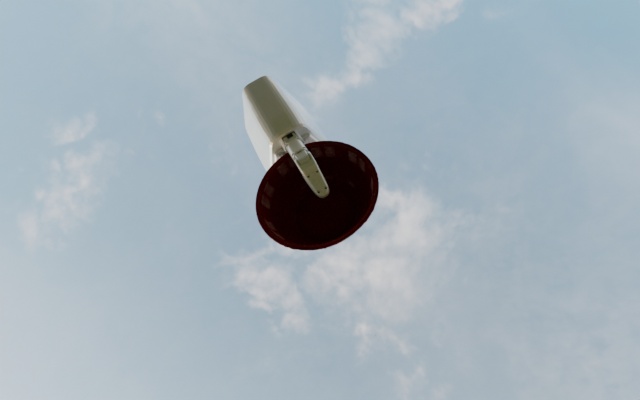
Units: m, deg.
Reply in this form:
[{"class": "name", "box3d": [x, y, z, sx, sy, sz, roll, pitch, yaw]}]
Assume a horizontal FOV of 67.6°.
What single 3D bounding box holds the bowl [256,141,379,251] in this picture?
[{"class": "bowl", "box3d": [0.000, 0.003, 0.622, 0.162, 0.162, 0.055, 0, -31, 18]}]
